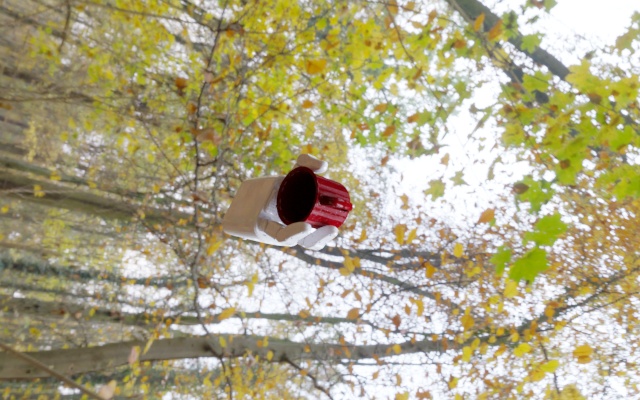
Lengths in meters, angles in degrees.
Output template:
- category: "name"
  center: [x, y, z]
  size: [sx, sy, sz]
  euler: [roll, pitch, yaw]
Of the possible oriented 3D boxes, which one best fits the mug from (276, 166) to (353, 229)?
- category: "mug"
  center: [0.001, 0.002, 0.731]
  size: [0.081, 0.093, 0.117]
  euler: [17, -10, -42]
